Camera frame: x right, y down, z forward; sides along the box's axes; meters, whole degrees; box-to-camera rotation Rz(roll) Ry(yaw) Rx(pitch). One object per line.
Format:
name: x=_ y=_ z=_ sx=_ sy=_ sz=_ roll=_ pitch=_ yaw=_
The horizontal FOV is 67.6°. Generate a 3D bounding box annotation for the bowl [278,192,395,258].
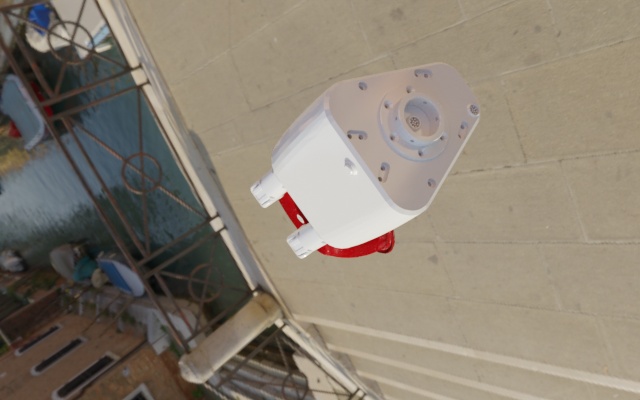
bowl: x=0.000 y=0.002 z=0.475 sx=0.055 sy=0.162 sz=0.162 roll=-36 pitch=10 yaw=-14
